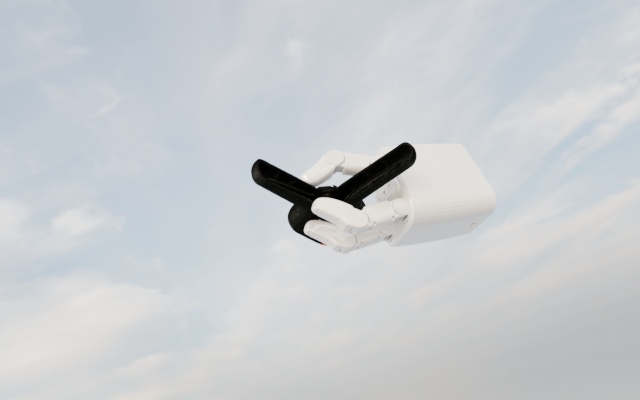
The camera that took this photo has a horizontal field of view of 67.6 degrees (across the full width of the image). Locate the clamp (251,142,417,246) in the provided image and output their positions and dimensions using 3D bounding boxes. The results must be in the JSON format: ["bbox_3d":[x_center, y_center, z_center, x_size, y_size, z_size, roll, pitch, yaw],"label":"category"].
[{"bbox_3d":[0.000,0.001,0.544,0.164,0.036,0.210,-3,-26,-13],"label":"clamp"}]
